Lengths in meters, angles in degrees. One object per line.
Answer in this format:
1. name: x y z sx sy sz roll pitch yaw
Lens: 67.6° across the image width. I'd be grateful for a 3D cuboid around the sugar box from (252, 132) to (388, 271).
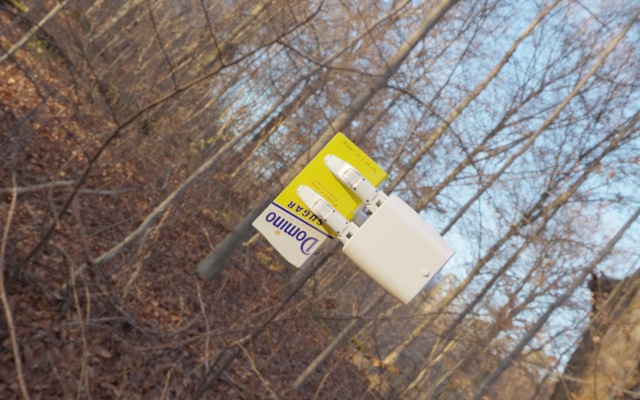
1. sugar box: 0.000 0.002 0.657 0.093 0.176 0.048 43 -3 13
